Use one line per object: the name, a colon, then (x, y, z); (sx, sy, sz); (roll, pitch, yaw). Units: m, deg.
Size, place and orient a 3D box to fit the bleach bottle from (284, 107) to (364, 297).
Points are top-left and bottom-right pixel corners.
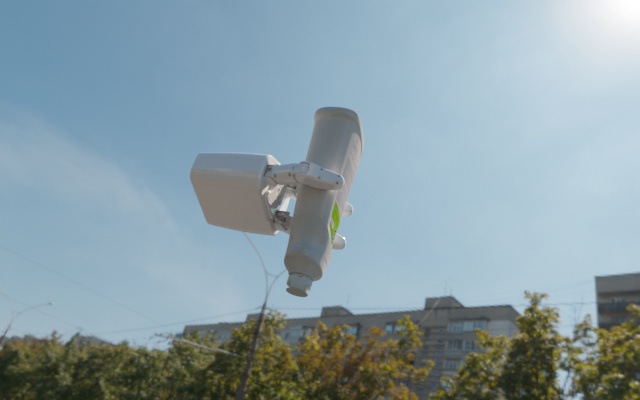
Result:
bleach bottle: (0.000, 0.002, 0.631); (0.068, 0.250, 0.103); (6, -31, 17)
